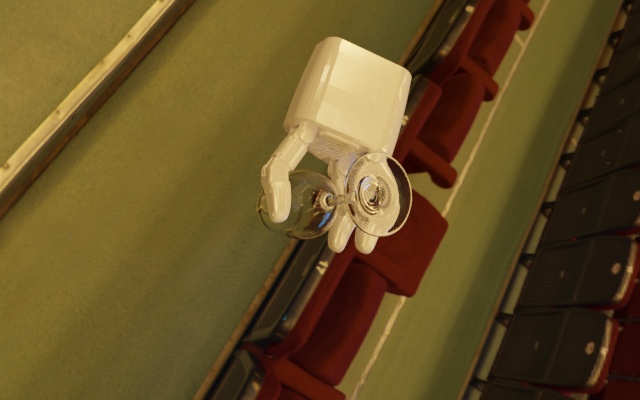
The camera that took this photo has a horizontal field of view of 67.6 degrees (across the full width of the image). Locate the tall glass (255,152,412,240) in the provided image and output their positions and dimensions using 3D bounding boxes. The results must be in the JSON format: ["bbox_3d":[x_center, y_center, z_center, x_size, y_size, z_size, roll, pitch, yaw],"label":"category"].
[{"bbox_3d":[0.000,0.002,0.498,0.079,0.079,0.201,0,-5,-31],"label":"tall glass"}]
